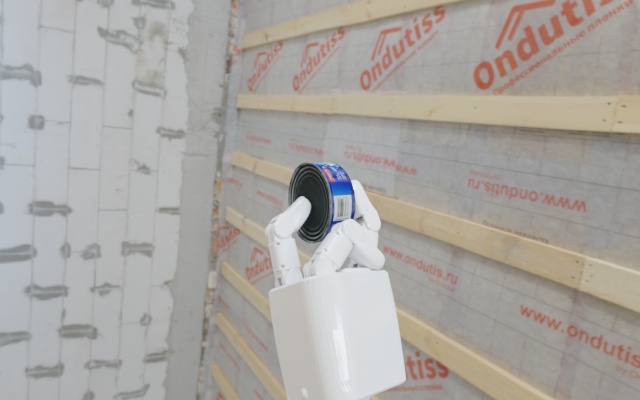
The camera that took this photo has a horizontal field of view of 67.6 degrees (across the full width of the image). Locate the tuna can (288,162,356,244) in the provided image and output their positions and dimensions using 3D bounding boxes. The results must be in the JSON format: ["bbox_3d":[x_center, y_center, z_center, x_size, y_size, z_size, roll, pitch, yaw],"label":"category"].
[{"bbox_3d":[0.001,0.002,0.512,0.034,0.086,0.086,-4,2,-33],"label":"tuna can"}]
